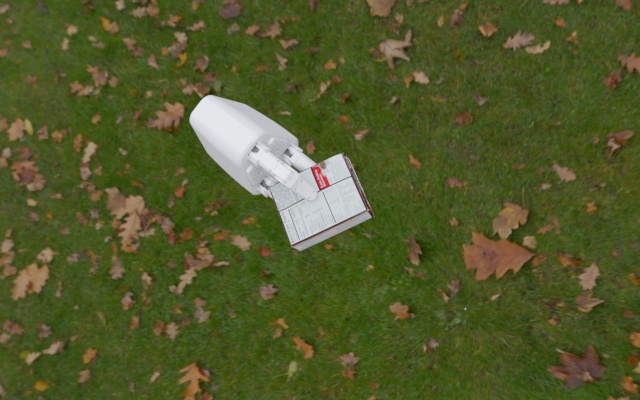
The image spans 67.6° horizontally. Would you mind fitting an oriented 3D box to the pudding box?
[{"bbox_3d":[0.000,0.002,0.618,0.113,0.090,0.039,-26,-19,11],"label":"pudding box"}]
